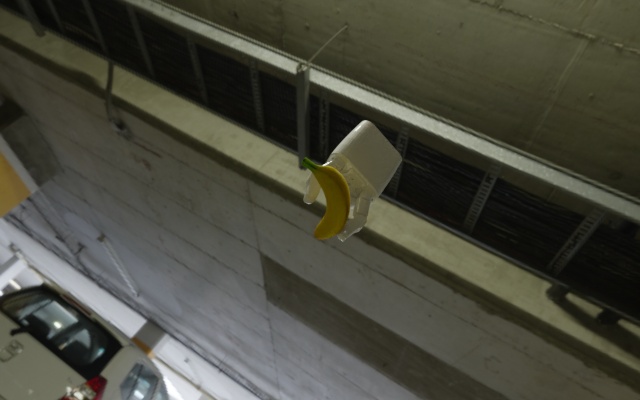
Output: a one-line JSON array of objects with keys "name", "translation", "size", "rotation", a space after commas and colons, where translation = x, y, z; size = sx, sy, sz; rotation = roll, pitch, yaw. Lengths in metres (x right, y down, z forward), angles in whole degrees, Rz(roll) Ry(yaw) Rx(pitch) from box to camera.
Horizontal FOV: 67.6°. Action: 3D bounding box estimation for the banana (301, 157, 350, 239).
[{"name": "banana", "translation": [0.015, 0.007, 0.755], "size": [0.069, 0.037, 0.198], "rotation": [24, -34, 24]}]
